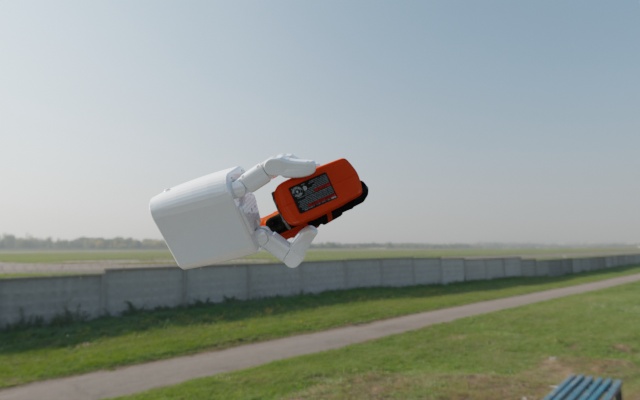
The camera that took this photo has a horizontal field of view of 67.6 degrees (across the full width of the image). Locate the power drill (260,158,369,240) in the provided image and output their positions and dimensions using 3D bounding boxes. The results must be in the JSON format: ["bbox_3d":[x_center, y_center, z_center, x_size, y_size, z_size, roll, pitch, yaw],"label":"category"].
[{"bbox_3d":[0.000,0.002,0.659,0.184,0.057,0.188,-26,-9,-13],"label":"power drill"}]
